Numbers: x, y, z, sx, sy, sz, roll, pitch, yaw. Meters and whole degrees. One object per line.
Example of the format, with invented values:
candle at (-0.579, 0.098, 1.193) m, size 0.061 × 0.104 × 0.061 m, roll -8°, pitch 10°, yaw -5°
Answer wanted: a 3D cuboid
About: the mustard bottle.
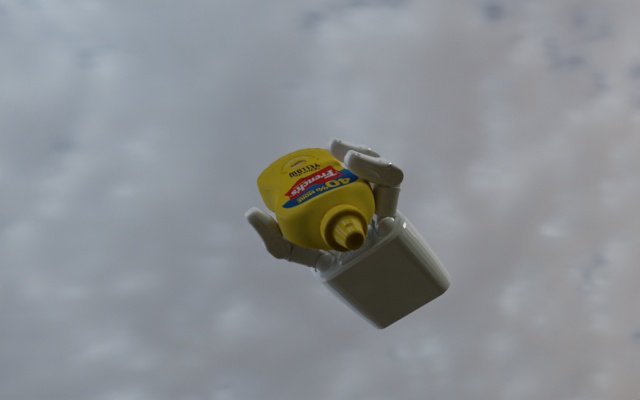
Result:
mustard bottle at (0.000, 0.001, 0.474) m, size 0.096 × 0.058 × 0.191 m, roll -21°, pitch 25°, yaw -10°
